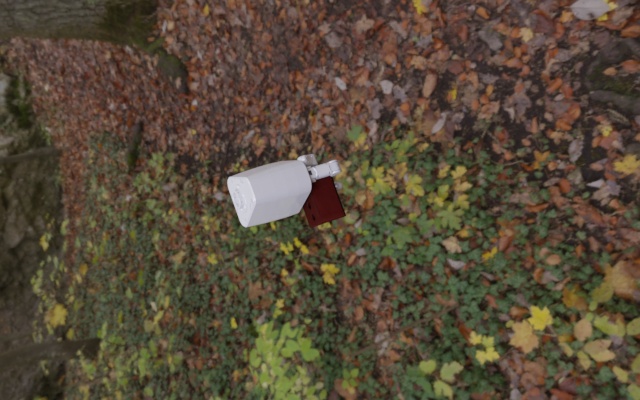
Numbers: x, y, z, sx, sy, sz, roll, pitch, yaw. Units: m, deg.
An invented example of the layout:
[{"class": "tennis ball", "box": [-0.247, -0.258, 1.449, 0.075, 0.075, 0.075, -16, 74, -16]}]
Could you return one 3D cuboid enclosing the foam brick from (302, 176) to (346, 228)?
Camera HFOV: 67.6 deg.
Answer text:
[{"class": "foam brick", "box": [0.000, 0.003, 0.842, 0.051, 0.078, 0.053, -18, -5, -29]}]
